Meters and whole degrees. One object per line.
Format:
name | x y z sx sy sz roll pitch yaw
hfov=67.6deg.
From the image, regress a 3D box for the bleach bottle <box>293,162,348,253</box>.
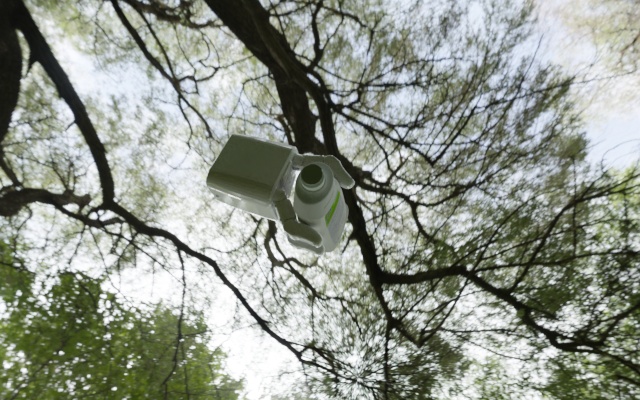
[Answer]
bleach bottle | 0.000 0.002 0.719 0.068 0.102 0.251 15 -18 9
